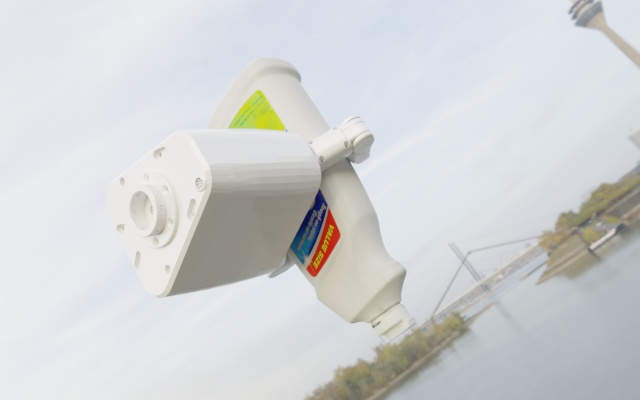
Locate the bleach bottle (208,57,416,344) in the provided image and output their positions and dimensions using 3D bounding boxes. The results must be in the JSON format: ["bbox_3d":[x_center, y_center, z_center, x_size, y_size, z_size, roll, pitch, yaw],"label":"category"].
[{"bbox_3d":[0.000,0.001,0.408,0.103,0.250,0.068,-46,-21,29],"label":"bleach bottle"}]
